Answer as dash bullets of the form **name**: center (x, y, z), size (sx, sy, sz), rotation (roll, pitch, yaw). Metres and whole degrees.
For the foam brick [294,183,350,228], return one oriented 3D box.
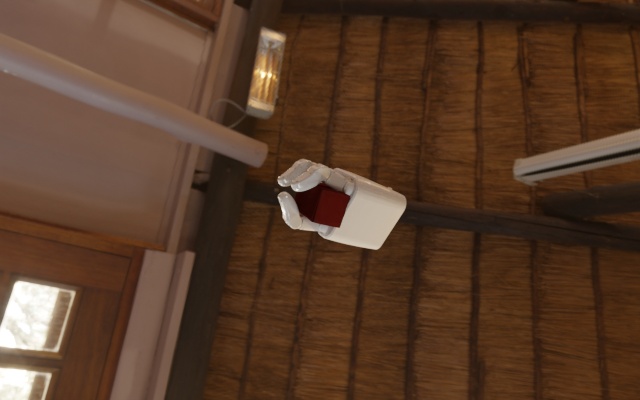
- **foam brick**: center (0.000, 0.003, 0.724), size (0.051, 0.053, 0.078), rotation (15, 9, -29)
